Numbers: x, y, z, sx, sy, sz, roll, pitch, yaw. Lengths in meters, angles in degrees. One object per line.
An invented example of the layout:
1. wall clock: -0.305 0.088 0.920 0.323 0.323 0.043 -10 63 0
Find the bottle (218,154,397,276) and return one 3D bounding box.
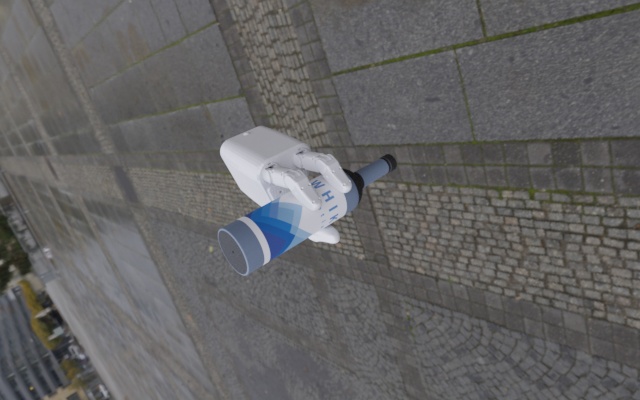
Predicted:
1. bottle: 0.000 0.002 0.667 0.295 0.069 0.069 -30 17 -31
